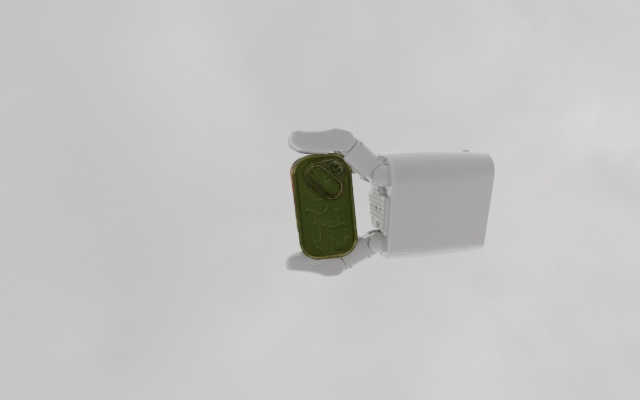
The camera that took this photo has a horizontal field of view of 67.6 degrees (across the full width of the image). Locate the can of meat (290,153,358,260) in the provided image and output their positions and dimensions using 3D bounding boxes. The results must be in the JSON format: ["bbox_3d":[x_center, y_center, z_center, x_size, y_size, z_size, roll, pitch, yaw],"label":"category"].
[{"bbox_3d":[0.000,0.002,0.496,0.057,0.102,0.084,-7,7,-6],"label":"can of meat"}]
